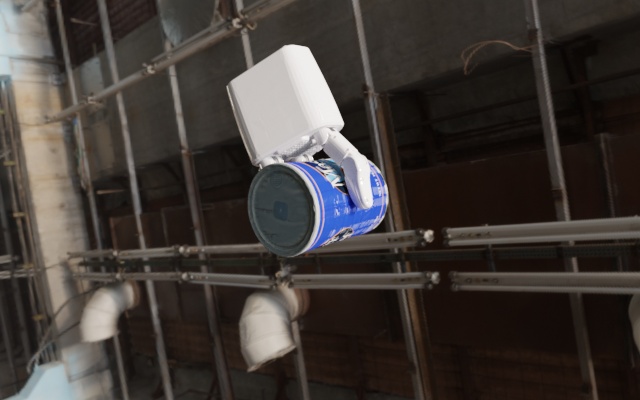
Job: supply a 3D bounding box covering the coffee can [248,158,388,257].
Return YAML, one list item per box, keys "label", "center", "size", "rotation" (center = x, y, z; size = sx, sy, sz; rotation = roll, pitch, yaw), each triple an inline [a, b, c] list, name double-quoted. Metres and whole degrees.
- label: "coffee can"
  center: [0.000, 0.002, 0.565]
  size: [0.103, 0.103, 0.140]
  rotation: [0, 7, 40]
